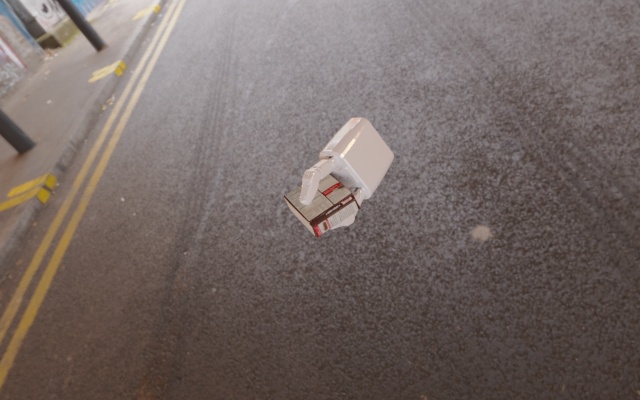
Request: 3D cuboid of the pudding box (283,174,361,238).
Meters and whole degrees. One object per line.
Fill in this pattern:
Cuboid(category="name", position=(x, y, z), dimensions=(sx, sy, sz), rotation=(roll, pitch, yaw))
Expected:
Cuboid(category="pudding box", position=(0.000, 0.002, 0.803), dimensions=(0.090, 0.039, 0.113), rotation=(-34, 33, -9))
